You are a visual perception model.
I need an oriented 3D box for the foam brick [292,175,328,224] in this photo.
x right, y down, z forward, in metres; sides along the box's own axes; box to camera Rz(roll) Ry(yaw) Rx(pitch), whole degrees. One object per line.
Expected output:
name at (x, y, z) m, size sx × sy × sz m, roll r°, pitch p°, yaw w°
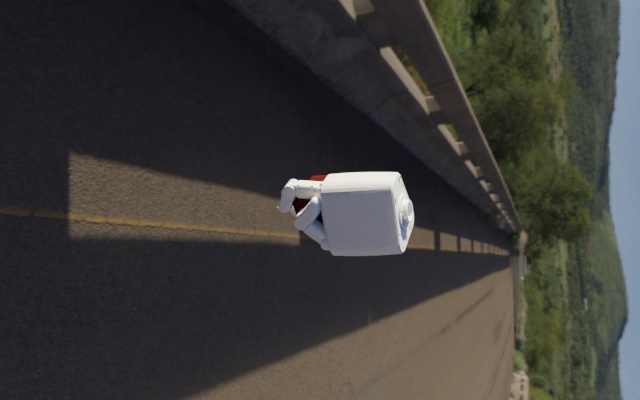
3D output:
foam brick at (0.000, 0.002, 0.733) m, size 0.051 × 0.053 × 0.078 m, roll -2°, pitch 33°, yaw 26°
